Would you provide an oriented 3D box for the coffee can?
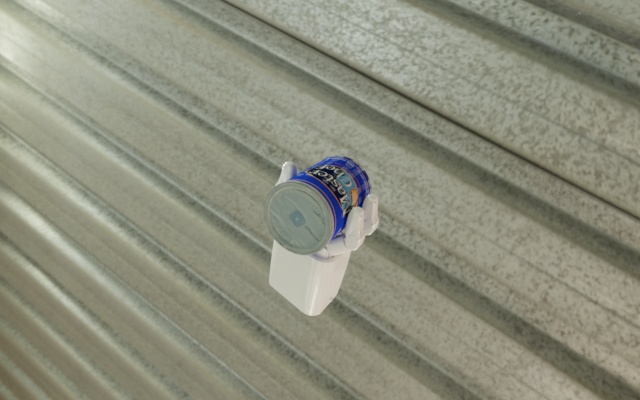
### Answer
[{"bbox_3d":[0.000,0.002,0.677,0.103,0.103,0.140,0,19,28],"label":"coffee can"}]
